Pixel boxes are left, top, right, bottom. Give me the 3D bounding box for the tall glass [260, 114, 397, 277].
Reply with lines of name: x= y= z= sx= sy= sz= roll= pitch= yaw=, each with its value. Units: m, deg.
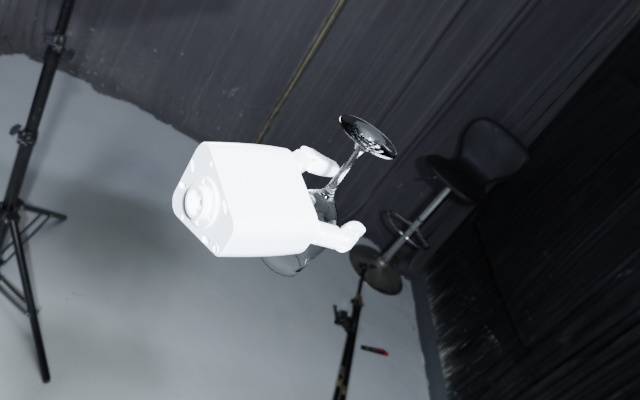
tall glass: x=0.001 y=0.001 z=0.559 sx=0.079 sy=0.201 sz=0.079 roll=27 pitch=29 yaw=-16
